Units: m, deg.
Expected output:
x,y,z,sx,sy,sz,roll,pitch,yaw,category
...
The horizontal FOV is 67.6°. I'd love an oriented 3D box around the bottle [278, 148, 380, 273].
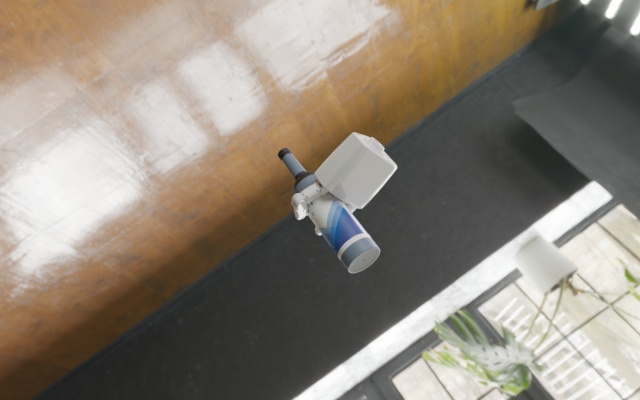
x,y,z,sx,sy,sz,roll,pitch,yaw,category
0.000,0.003,0.896,0.069,0.069,0.295,0,43,-45,bottle
